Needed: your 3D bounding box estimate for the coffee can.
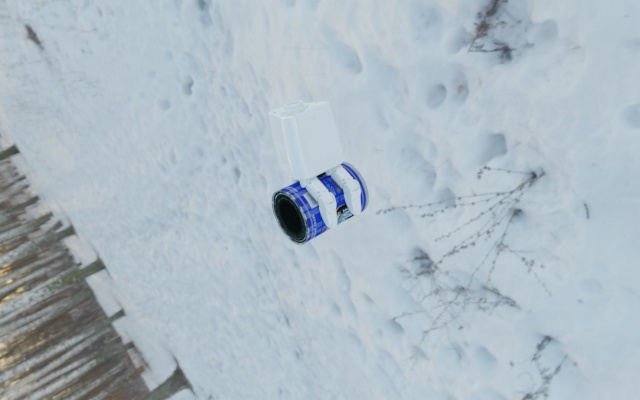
[{"bbox_3d":[0.000,0.003,0.843,0.140,0.103,0.103,-27,15,-31],"label":"coffee can"}]
